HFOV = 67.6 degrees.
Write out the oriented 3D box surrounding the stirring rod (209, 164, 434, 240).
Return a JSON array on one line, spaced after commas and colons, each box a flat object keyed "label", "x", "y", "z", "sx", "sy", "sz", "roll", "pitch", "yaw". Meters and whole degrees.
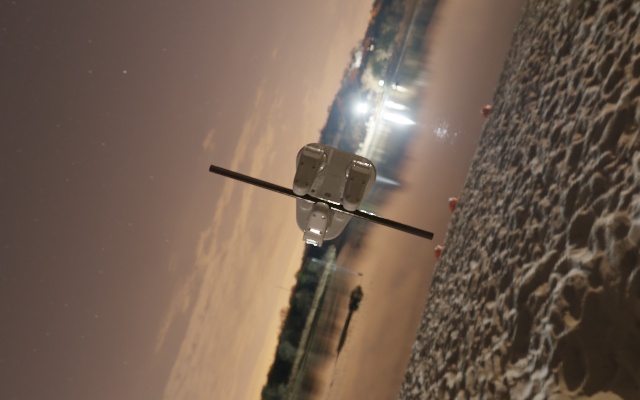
[{"label": "stirring rod", "x": 0.000, "y": 0.002, "z": 0.494, "sx": 0.239, "sy": 0.011, "sz": 0.011, "roll": 17, "pitch": 1, "yaw": 2}]
